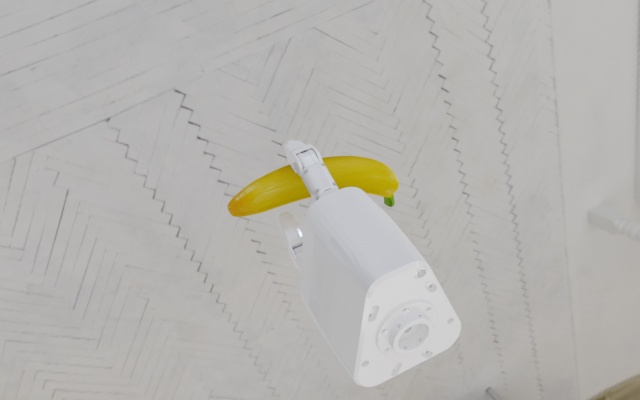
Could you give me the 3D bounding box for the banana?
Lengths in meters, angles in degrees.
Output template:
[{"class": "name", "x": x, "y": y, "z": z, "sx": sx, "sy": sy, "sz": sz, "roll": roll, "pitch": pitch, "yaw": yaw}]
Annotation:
[{"class": "banana", "x": 0.007, "y": -0.014, "z": 0.481, "sx": 0.198, "sy": 0.070, "sz": 0.037, "roll": -1, "pitch": 35, "yaw": -27}]
